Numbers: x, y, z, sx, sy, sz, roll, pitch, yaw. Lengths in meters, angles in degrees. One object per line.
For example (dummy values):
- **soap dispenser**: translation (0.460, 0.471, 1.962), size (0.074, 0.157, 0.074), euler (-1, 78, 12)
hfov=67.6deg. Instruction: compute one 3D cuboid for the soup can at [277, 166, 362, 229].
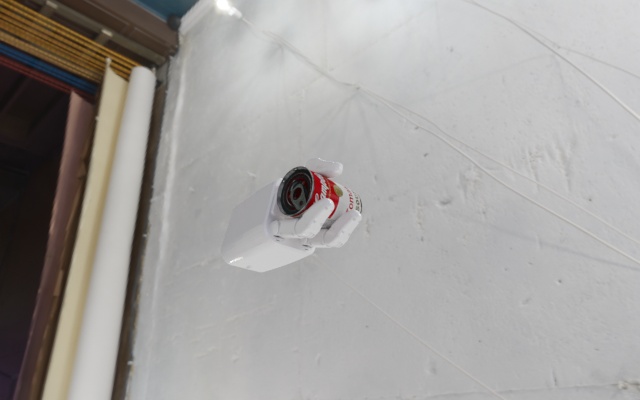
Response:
- **soup can**: translation (0.001, 0.002, 0.653), size (0.068, 0.068, 0.102), euler (0, -17, 46)
